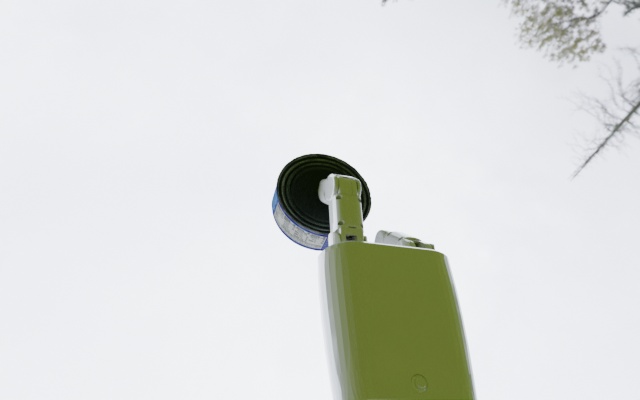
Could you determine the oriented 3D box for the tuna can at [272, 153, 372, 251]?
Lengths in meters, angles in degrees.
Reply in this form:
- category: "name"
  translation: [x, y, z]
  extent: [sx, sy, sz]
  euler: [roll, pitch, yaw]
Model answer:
- category: "tuna can"
  translation: [0.000, 0.002, 0.429]
  extent: [0.086, 0.086, 0.034]
  euler: [0, -34, -17]
